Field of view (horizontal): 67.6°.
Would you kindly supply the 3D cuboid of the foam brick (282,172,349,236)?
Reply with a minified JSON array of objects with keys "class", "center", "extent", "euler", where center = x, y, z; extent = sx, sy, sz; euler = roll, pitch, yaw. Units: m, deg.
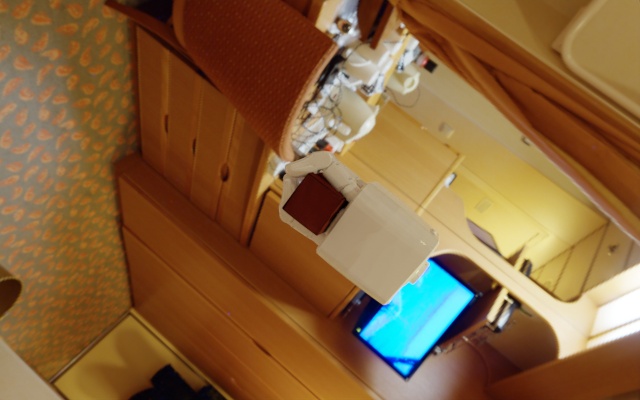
[{"class":"foam brick","center":[0.000,0.002,0.563],"extent":[0.051,0.053,0.078],"euler":[39,13,9]}]
